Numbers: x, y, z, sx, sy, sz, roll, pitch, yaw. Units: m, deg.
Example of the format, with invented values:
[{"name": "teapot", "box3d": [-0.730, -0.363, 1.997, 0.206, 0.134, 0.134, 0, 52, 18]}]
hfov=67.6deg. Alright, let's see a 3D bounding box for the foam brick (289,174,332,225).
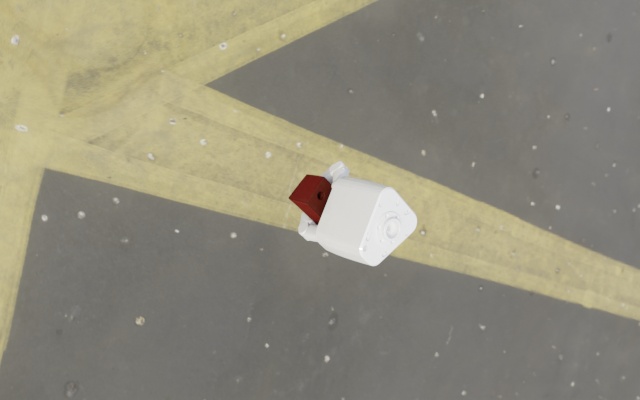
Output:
[{"name": "foam brick", "box3d": [0.000, 0.002, 0.764, 0.078, 0.053, 0.051, 44, -18, -32]}]
